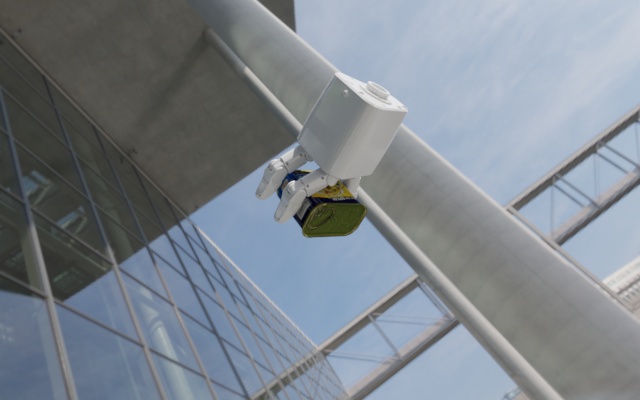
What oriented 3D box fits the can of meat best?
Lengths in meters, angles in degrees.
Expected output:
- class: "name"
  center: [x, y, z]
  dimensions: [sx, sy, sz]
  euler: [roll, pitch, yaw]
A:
- class: "can of meat"
  center: [0.000, 0.002, 0.664]
  dimensions: [0.102, 0.057, 0.084]
  euler: [1, 38, -41]
